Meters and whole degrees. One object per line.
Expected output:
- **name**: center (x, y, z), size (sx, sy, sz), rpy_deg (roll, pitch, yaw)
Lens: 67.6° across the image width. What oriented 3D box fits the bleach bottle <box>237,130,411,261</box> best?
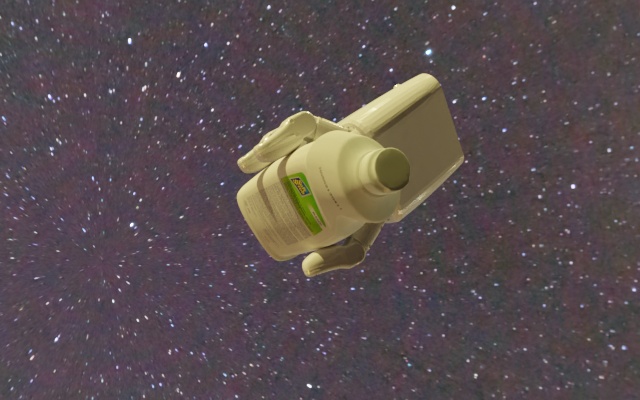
- **bleach bottle**: center (0.000, 0.001, 0.425), size (0.068, 0.102, 0.251), rpy_deg (-37, 9, -24)
